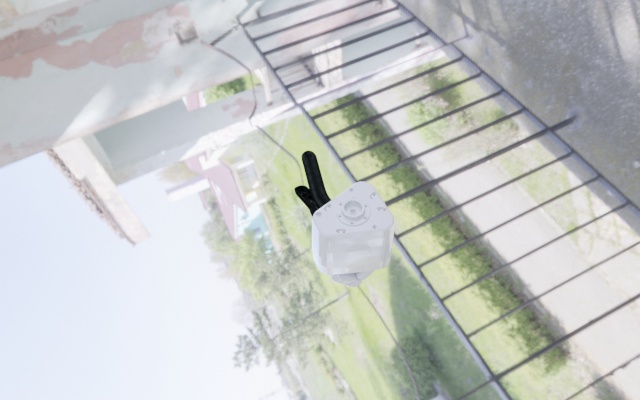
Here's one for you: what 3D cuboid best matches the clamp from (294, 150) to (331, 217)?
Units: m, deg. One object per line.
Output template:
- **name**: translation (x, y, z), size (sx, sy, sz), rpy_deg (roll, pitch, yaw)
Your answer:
- **clamp**: translation (0.000, 0.003, 0.799), size (0.039, 0.171, 0.120), rpy_deg (-22, -34, -16)
